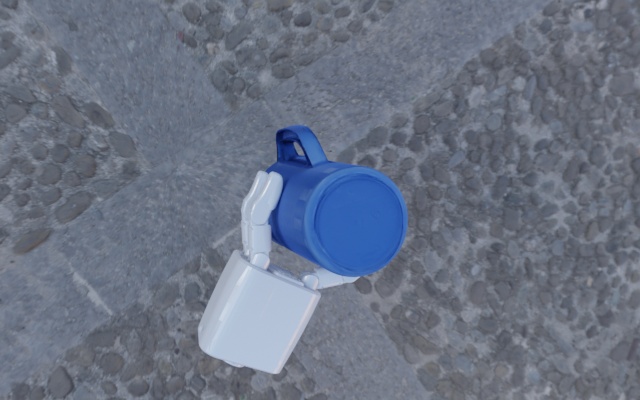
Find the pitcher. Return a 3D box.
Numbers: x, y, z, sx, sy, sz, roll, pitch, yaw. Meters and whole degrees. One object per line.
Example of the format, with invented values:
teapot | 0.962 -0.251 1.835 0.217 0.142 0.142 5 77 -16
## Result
pitcher | 0.000 0.002 0.561 0.149 0.145 0.243 30 -4 -16
